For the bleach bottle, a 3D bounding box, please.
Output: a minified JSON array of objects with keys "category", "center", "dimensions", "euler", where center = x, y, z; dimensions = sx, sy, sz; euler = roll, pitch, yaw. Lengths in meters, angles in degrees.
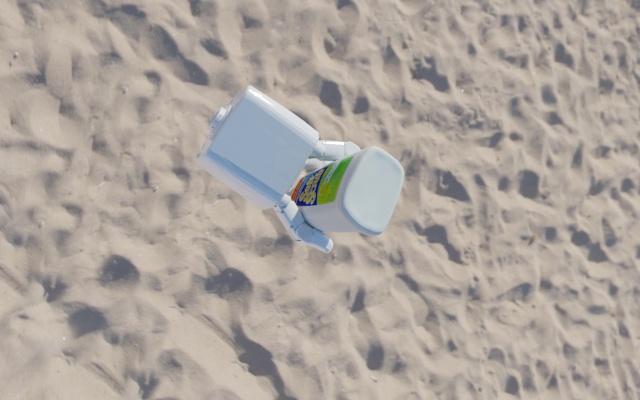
[{"category":"bleach bottle","center":[0.000,0.002,0.636],"dimensions":[0.068,0.102,0.251],"euler":[34,-23,-22]}]
